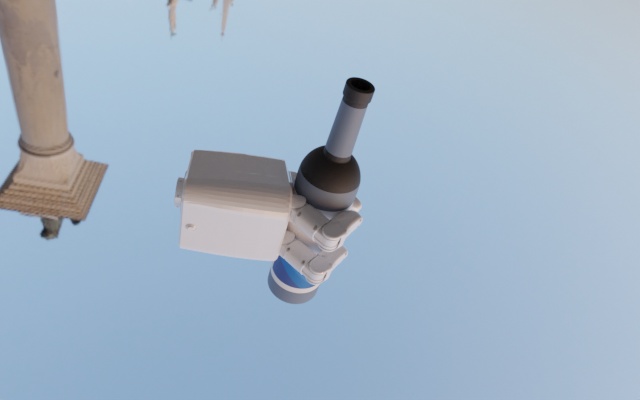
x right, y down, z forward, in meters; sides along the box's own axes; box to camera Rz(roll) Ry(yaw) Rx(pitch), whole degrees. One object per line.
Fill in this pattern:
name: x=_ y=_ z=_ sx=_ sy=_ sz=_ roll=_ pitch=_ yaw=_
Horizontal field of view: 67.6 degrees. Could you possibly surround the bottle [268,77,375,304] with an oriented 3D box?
bottle: x=0.000 y=0.002 z=0.523 sx=0.069 sy=0.296 sz=0.069 roll=11 pitch=42 yaw=-10
